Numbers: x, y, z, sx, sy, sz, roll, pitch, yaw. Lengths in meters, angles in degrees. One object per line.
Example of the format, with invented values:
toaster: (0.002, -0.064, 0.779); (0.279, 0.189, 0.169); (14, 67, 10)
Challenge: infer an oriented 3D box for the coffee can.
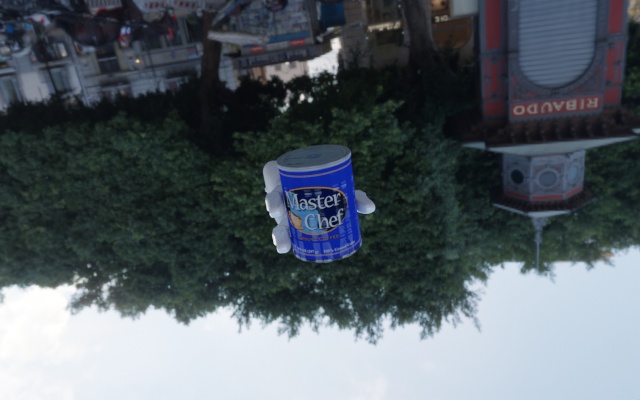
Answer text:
coffee can: (0.000, 0.002, 0.676); (0.103, 0.140, 0.102); (-8, 21, 3)
